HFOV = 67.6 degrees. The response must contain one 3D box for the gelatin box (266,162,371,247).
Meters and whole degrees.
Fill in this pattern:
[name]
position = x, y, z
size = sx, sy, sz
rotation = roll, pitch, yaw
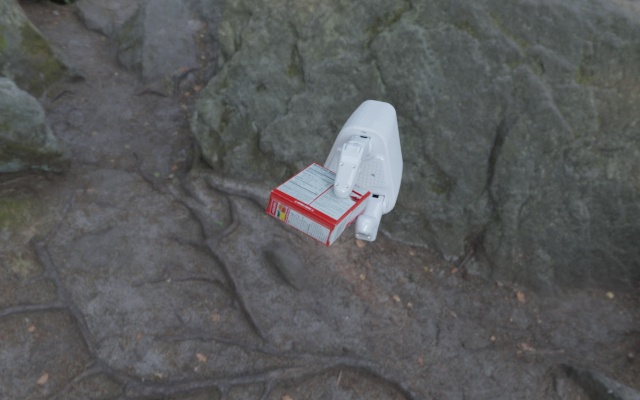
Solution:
[gelatin box]
position = 0.000, 0.001, 0.483
size = 0.073, 0.030, 0.089
rotation = 28, 33, 16
